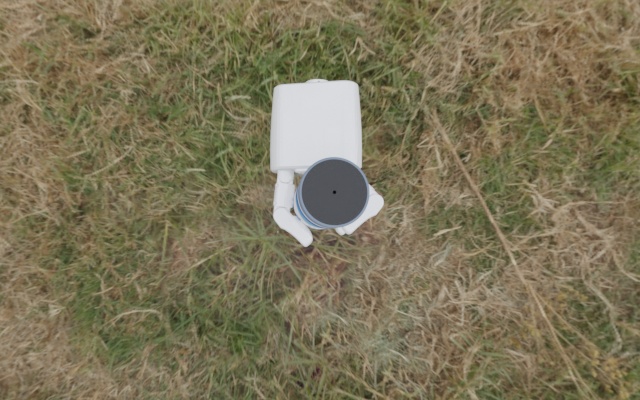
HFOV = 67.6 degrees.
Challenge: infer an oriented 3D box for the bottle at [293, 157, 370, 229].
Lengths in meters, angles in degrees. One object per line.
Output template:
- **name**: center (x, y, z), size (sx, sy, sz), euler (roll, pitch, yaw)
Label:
- **bottle**: center (0.000, 0.002, 0.589), size (0.069, 0.069, 0.296), euler (0, -4, -5)
